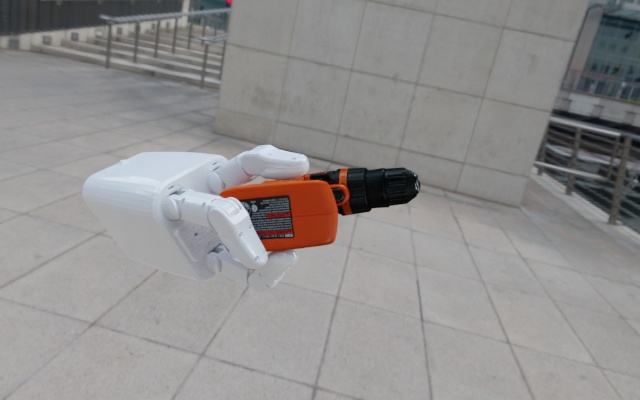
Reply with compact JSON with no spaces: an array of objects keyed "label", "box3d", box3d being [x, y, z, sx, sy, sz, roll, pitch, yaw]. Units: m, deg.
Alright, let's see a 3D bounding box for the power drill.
[{"label":"power drill","box3d":[0.000,0.002,0.466,0.184,0.057,0.187,-8,4,16]}]
